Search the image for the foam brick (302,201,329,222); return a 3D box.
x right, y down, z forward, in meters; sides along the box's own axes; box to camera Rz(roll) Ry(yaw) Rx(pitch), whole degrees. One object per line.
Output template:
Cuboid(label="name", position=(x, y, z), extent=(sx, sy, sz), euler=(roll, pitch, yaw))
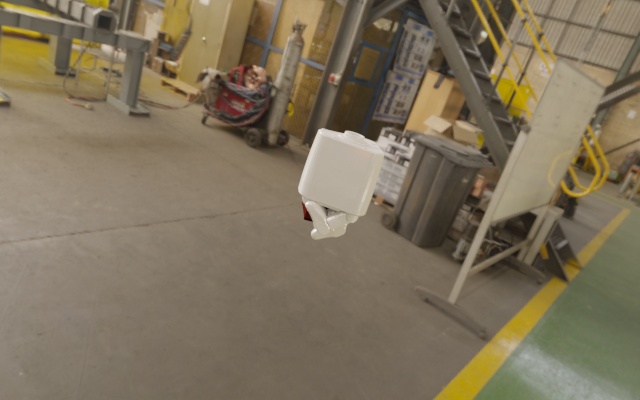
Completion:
Cuboid(label="foam brick", position=(0.000, 0.003, 0.843), extent=(0.053, 0.051, 0.078), euler=(14, 19, -11))
